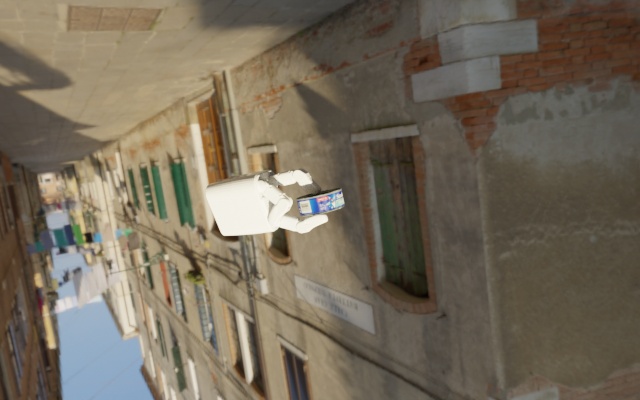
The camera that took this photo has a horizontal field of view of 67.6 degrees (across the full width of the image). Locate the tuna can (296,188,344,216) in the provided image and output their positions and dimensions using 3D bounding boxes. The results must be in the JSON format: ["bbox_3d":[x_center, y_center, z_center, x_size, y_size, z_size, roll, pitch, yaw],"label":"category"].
[{"bbox_3d":[0.000,0.003,0.878,0.086,0.034,0.086,-13,5,1],"label":"tuna can"}]
